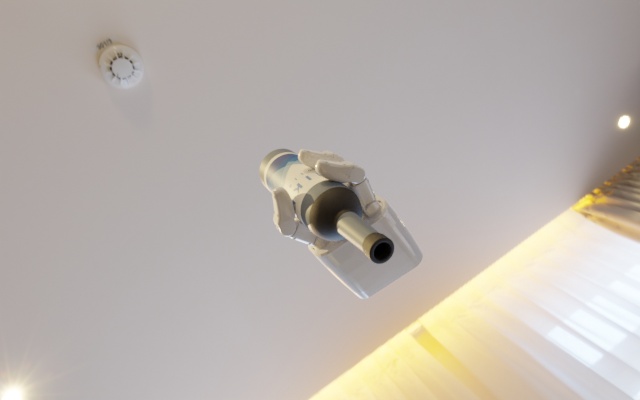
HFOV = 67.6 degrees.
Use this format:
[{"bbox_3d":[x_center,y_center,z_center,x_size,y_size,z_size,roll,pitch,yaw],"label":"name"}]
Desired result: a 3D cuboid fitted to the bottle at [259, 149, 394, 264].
[{"bbox_3d":[0.000,0.002,0.578,0.069,0.069,0.295,0,18,-25],"label":"bottle"}]
